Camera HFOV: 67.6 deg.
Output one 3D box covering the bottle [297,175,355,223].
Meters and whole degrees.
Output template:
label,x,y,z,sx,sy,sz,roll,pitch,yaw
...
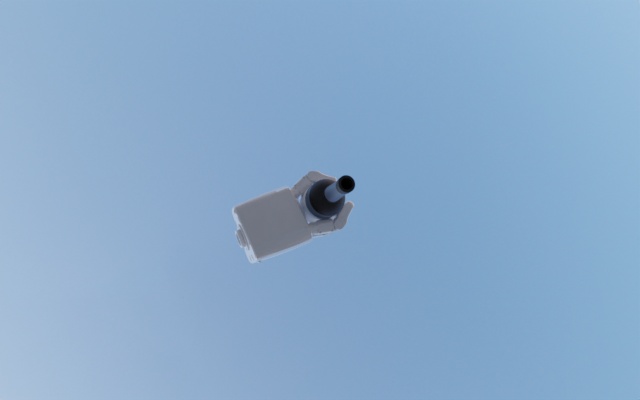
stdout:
label,x,y,z,sx,sy,sz,roll,pitch,yaw
bottle,0.000,0.003,0.860,0.069,0.069,0.296,0,-11,-16
